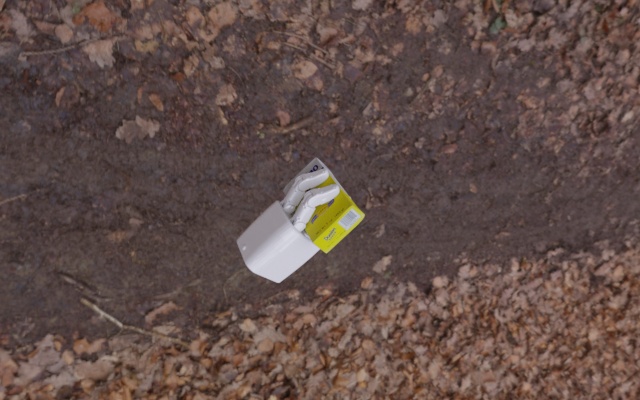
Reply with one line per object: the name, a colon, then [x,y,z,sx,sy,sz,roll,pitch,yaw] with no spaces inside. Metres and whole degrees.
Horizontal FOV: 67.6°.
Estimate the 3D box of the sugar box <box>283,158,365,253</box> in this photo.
sugar box: [0.000,0.003,0.844,0.048,0.093,0.176,41,9,-40]
